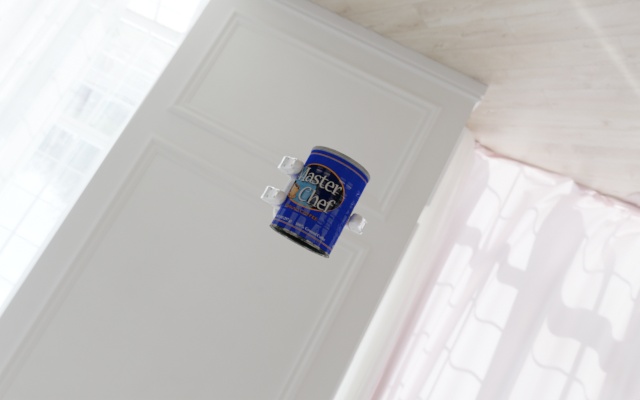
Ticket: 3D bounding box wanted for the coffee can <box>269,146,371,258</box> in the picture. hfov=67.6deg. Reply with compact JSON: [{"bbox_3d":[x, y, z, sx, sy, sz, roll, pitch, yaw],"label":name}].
[{"bbox_3d":[0.000,0.002,0.732,0.103,0.140,0.103,27,-11,6],"label":"coffee can"}]
